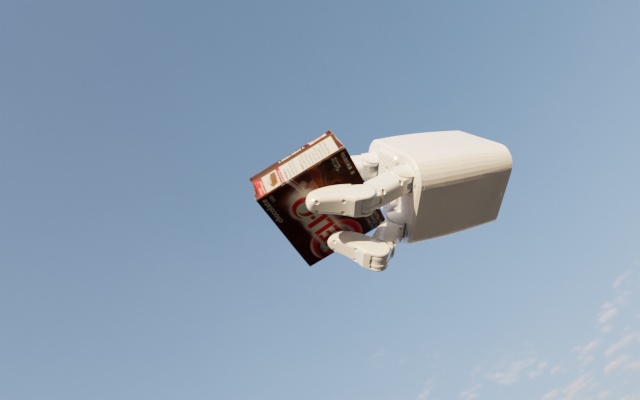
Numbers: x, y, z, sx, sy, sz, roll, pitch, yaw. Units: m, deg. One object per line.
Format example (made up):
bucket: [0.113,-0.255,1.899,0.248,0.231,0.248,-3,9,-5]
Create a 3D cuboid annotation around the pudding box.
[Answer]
pudding box: [0.000,0.001,0.451,0.090,0.114,0.039,-32,40,3]
